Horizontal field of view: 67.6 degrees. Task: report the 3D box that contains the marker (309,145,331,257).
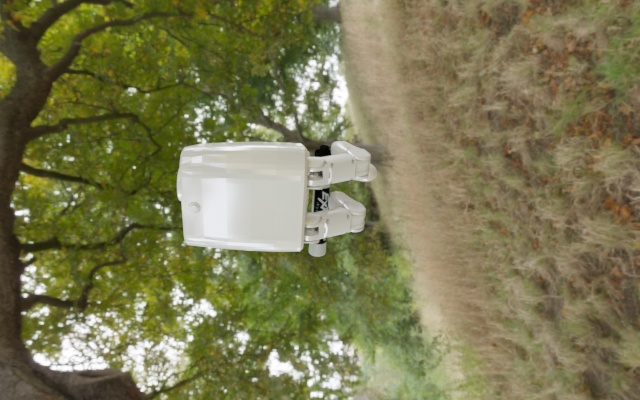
[{"bbox_3d":[0.000,0.002,0.493,0.020,0.121,0.020,3,25,-1],"label":"marker"}]
